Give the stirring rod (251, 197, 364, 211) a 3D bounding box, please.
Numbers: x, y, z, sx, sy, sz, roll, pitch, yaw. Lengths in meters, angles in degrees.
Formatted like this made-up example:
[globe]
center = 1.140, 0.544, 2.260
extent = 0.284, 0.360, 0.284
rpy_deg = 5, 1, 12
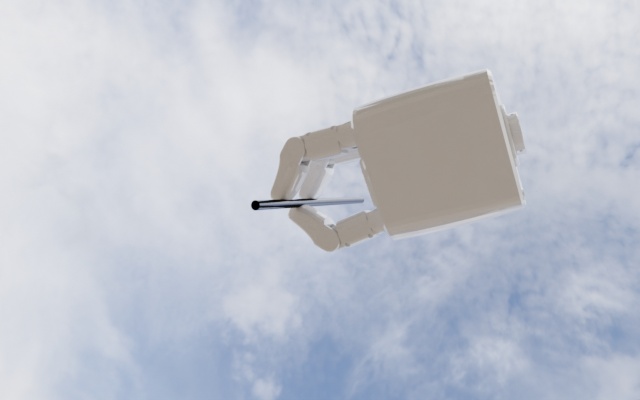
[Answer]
[stirring rod]
center = 0.000, 0.002, 0.471
extent = 0.011, 0.011, 0.239
rpy_deg = 0, 1, 24
